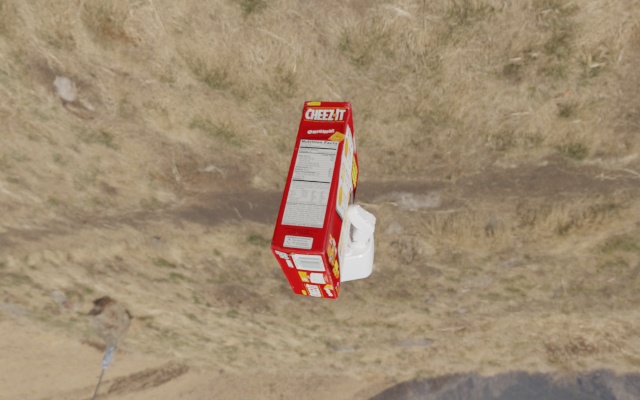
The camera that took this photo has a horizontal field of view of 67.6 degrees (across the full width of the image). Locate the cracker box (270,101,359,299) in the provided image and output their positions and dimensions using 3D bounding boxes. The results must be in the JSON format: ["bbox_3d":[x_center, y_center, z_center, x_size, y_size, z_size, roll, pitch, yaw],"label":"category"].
[{"bbox_3d":[0.000,0.002,0.635,0.072,0.213,0.164,5,-28,11],"label":"cracker box"}]
